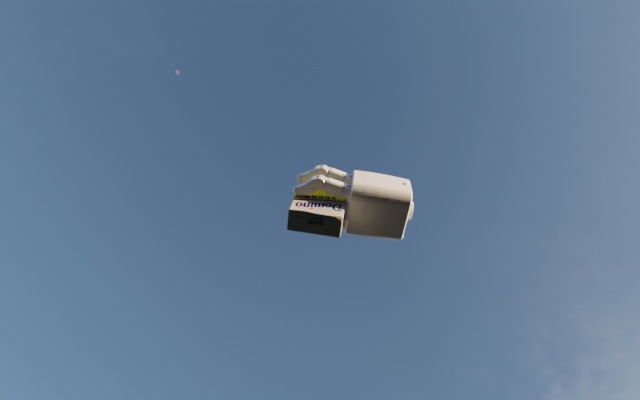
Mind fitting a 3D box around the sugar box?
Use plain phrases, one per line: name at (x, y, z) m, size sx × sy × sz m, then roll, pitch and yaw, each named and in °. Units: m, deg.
sugar box at (0.000, 0.002, 0.864) m, size 0.093 × 0.048 × 0.176 m, roll 8°, pitch 23°, yaw 3°
